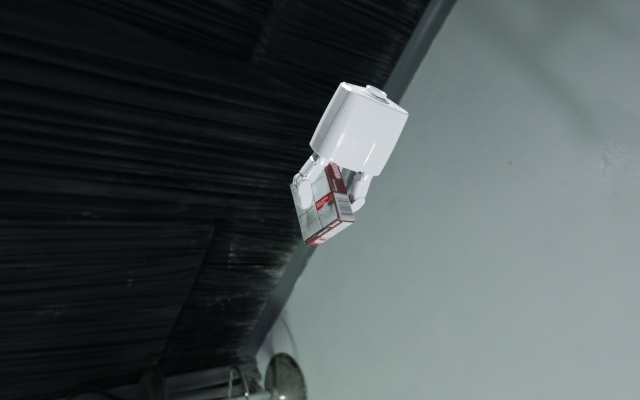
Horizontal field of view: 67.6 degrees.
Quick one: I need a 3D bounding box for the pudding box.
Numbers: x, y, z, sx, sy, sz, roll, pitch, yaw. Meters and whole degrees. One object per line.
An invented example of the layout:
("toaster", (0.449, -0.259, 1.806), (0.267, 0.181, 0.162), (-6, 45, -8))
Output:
("pudding box", (0.000, 0.002, 0.763), (0.039, 0.113, 0.090), (10, -35, -40))
